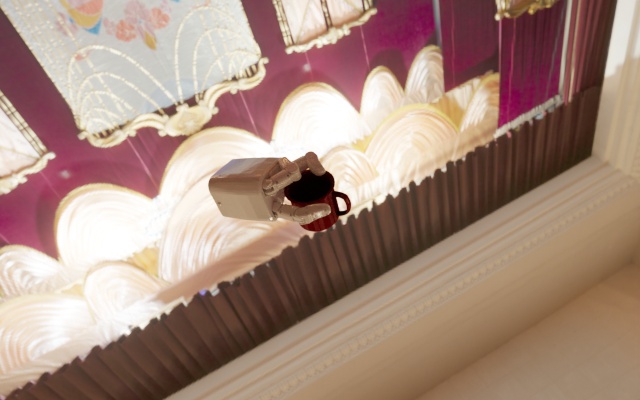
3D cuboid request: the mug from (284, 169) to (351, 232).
[{"bbox_3d":[0.002,0.003,0.862,0.117,0.082,0.093,3,46,21],"label":"mug"}]
